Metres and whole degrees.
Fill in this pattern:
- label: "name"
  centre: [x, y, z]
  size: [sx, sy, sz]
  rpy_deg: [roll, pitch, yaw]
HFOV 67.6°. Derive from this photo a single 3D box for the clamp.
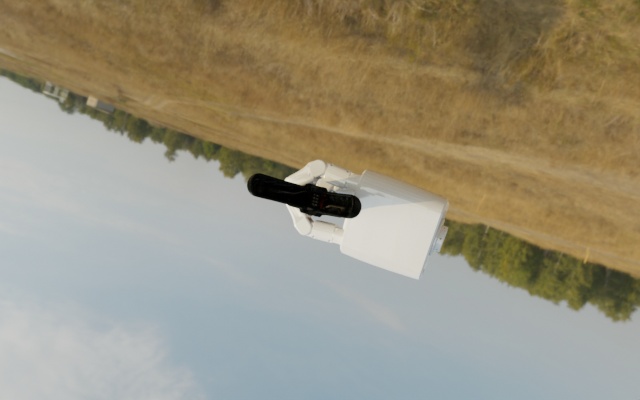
- label: "clamp"
  centre: [0.000, 0.002, 0.553]
  size: [0.120, 0.039, 0.171]
  rpy_deg: [19, 2, 17]
